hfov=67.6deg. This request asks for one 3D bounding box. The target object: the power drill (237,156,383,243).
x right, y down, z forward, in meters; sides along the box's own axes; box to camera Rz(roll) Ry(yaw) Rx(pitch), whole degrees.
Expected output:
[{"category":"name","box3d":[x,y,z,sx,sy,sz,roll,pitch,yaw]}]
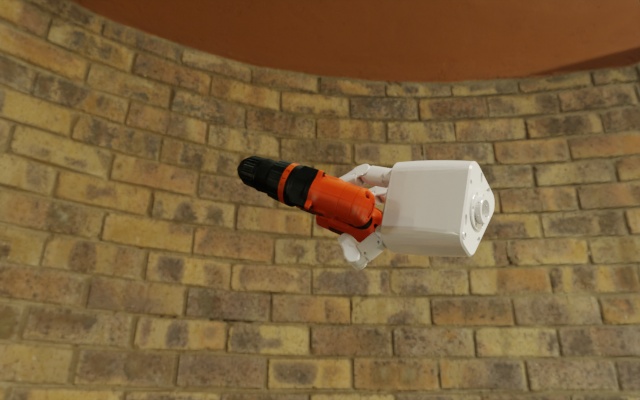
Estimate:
[{"category":"power drill","box3d":[0.001,0.002,0.638,0.184,0.057,0.188,21,-5,24]}]
